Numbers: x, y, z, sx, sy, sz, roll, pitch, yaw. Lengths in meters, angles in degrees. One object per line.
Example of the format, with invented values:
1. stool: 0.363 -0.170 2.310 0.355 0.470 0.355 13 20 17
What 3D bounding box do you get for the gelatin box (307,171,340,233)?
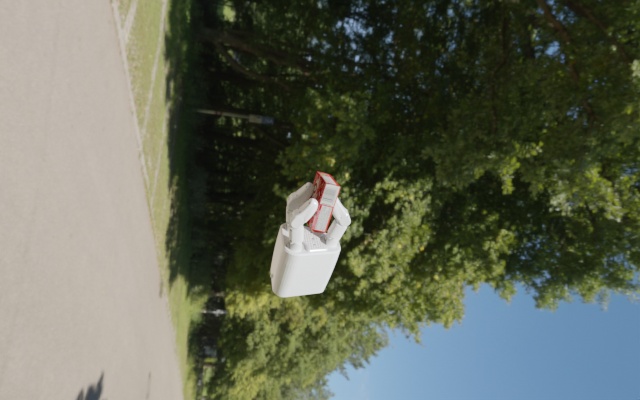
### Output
1. gelatin box: 0.001 0.002 0.828 0.030 0.089 0.073 13 16 -17
